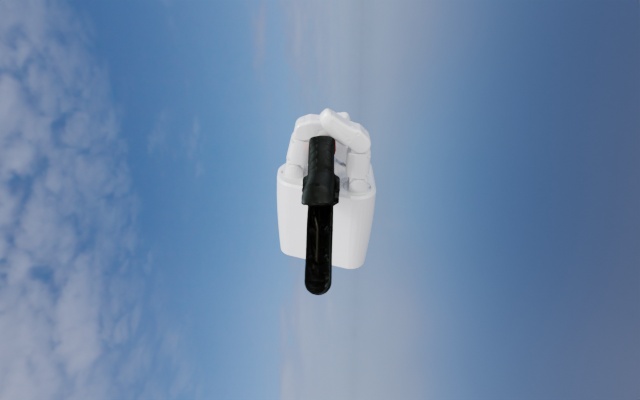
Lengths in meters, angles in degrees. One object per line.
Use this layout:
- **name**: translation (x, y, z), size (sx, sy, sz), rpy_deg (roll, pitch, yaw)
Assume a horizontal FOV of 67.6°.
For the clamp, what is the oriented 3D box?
- **clamp**: translation (-0.001, 0.001, 0.458), size (0.039, 0.120, 0.171), rpy_deg (7, 32, 1)
